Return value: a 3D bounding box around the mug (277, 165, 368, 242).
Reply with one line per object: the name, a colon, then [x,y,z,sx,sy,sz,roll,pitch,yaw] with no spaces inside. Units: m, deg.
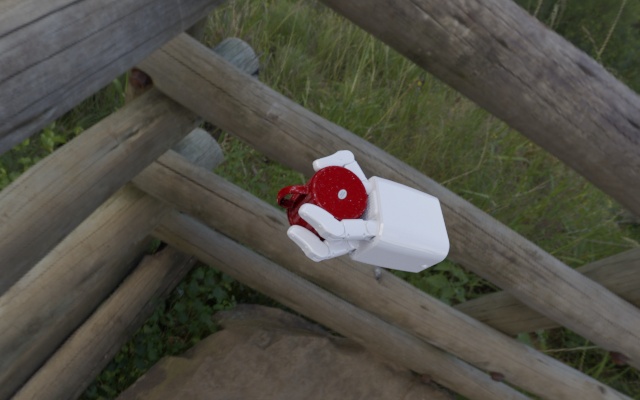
mug: [-0.001,0.002,0.639,0.117,0.093,0.081,15,-29,-18]
